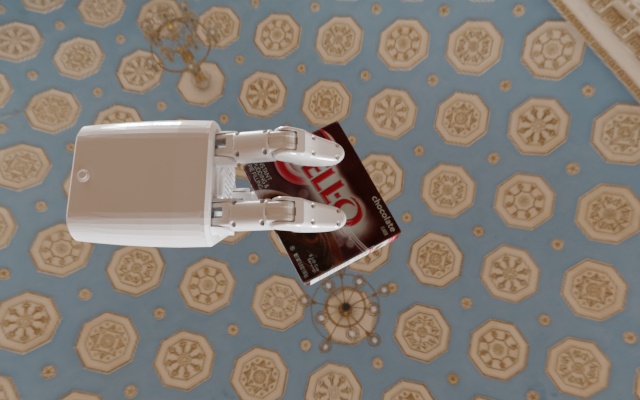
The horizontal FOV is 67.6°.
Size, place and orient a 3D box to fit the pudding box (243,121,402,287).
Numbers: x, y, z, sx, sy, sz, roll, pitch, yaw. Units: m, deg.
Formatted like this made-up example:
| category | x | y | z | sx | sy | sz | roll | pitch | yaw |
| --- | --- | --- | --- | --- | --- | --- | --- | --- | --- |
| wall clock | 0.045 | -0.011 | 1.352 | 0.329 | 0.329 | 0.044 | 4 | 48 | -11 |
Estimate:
| category | x | y | z | sx | sy | sz | roll | pitch | yaw |
| --- | --- | --- | --- | --- | --- | --- | --- | --- | --- |
| pudding box | 0.000 | 0.002 | 0.400 | 0.090 | 0.113 | 0.039 | -27 | -11 | -8 |
